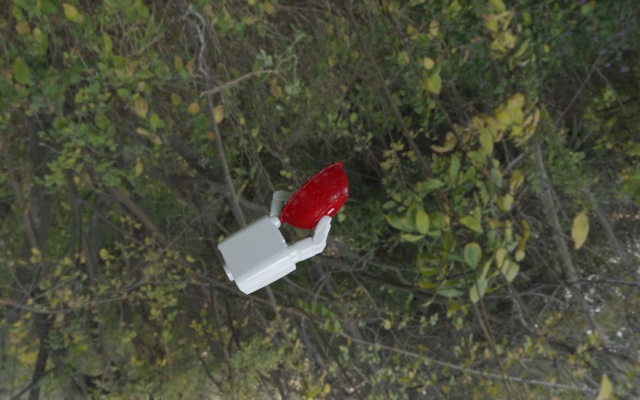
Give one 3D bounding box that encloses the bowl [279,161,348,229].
[{"bbox_3d":[0.001,0.002,0.891,0.162,0.055,0.162,-42,-12,-11],"label":"bowl"}]
